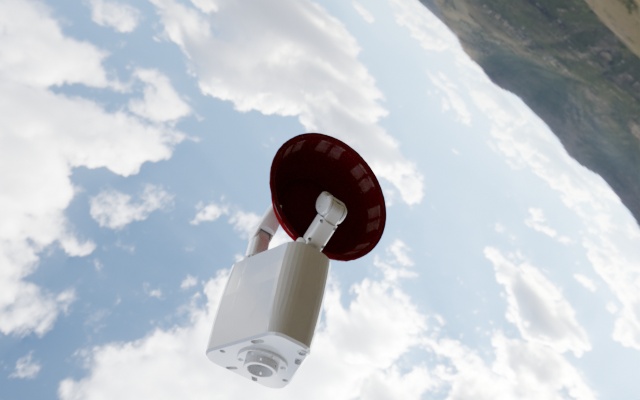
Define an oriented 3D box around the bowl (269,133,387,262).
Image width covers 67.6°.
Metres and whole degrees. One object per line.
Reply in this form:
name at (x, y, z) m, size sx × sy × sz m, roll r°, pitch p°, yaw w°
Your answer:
bowl at (0.000, 0.001, 0.574) m, size 0.162 × 0.162 × 0.055 m, roll 0°, pitch -22°, yaw -35°
